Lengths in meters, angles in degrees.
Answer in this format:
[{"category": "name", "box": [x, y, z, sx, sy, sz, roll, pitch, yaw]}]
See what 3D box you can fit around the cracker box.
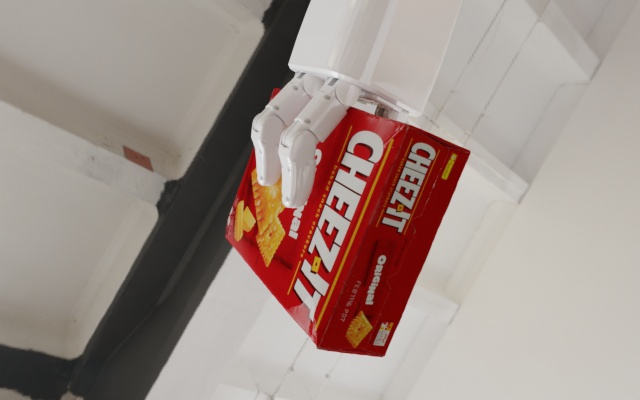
[{"category": "cracker box", "box": [0.000, 0.001, 0.409, 0.072, 0.164, 0.213, 15, 10, -32]}]
